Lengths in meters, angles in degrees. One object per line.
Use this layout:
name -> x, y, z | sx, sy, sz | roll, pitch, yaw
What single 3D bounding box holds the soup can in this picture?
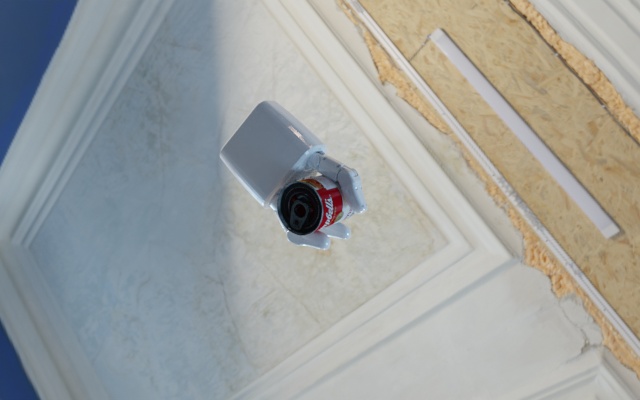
soup can -> 0.001, 0.002, 0.625 | 0.068, 0.068, 0.102 | 0, 9, 32
